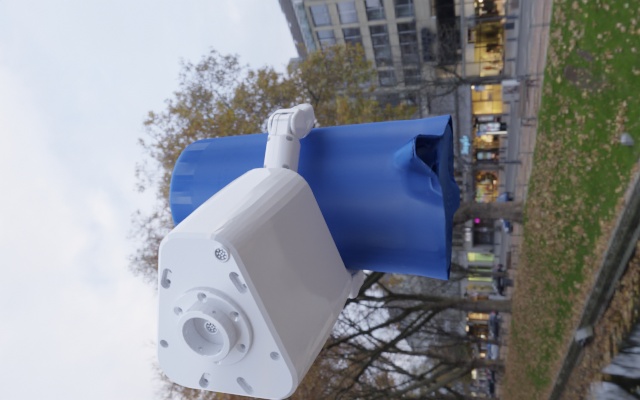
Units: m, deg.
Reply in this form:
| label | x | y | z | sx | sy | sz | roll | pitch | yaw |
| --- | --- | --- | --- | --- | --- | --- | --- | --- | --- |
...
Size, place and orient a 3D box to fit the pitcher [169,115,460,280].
| label | x | y | z | sx | sy | sz | roll | pitch | yaw |
| --- | --- | --- | --- | --- | --- | --- | --- | --- | --- |
| pitcher | 0.000 | 0.001 | 0.432 | 0.243 | 0.149 | 0.145 | 1 | 22 | 18 |
